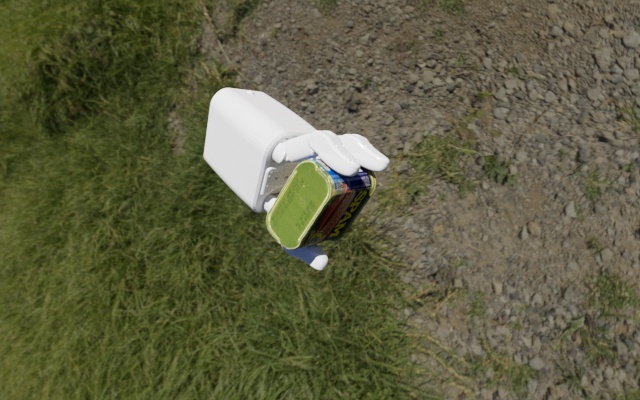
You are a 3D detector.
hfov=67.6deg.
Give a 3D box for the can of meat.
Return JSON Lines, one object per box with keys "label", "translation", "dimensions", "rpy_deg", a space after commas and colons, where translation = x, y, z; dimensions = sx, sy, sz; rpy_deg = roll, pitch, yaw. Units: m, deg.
{"label": "can of meat", "translation": [0.000, 0.002, 0.512], "dimensions": [0.057, 0.102, 0.084], "rpy_deg": [45, 28, 23]}
